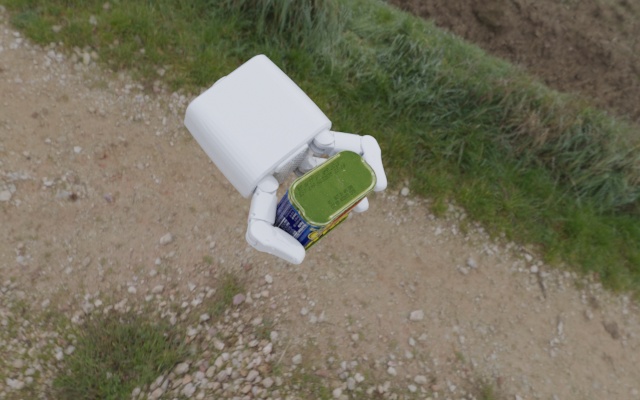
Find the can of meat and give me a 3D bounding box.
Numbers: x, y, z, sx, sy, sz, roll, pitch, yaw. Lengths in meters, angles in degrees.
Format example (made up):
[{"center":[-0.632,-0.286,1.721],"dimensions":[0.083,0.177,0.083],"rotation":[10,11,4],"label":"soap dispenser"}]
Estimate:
[{"center":[0.000,0.002,0.488],"dimensions":[0.102,0.057,0.084],"rotation":[-36,-8,-31],"label":"can of meat"}]
